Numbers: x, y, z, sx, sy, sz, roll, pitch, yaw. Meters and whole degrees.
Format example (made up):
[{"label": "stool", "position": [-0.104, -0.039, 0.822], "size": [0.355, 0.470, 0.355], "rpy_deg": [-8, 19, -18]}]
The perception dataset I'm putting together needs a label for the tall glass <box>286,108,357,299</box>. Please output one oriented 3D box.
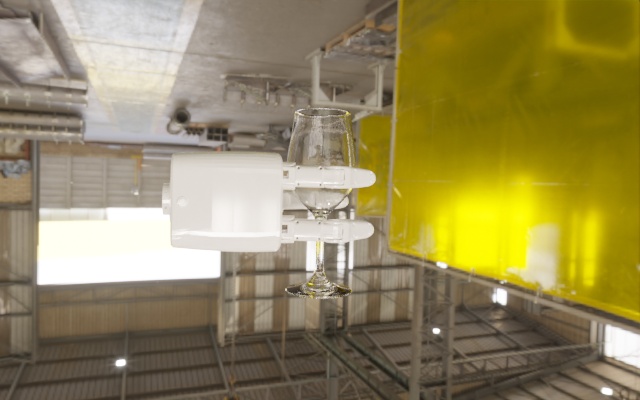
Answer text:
[{"label": "tall glass", "position": [0.000, 0.002, 0.532], "size": [0.079, 0.201, 0.079], "rpy_deg": [2, 2, 0]}]
